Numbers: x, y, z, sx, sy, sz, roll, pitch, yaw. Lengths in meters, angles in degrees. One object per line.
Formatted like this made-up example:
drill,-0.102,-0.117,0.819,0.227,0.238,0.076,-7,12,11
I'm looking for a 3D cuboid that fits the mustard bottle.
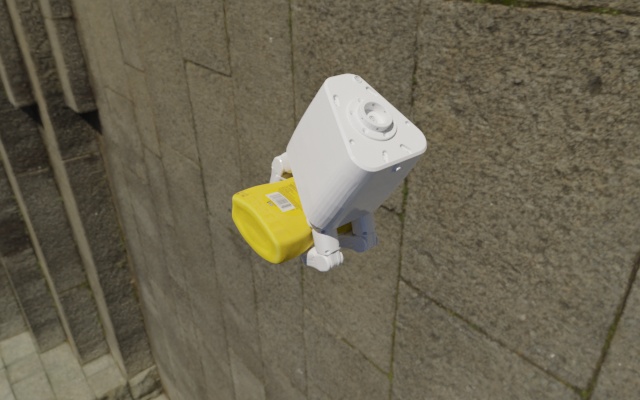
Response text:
mustard bottle,0.000,0.002,0.561,0.191,0.058,0.096,-22,46,-34
